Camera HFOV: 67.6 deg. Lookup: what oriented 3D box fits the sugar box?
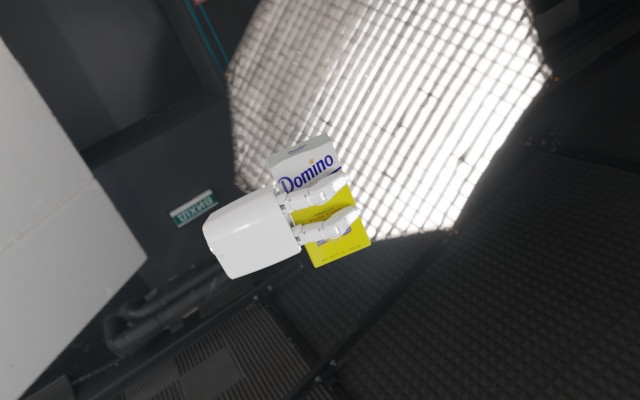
[{"bbox_3d":[0.000,0.003,0.679,0.093,0.176,0.048,-24,29,0],"label":"sugar box"}]
